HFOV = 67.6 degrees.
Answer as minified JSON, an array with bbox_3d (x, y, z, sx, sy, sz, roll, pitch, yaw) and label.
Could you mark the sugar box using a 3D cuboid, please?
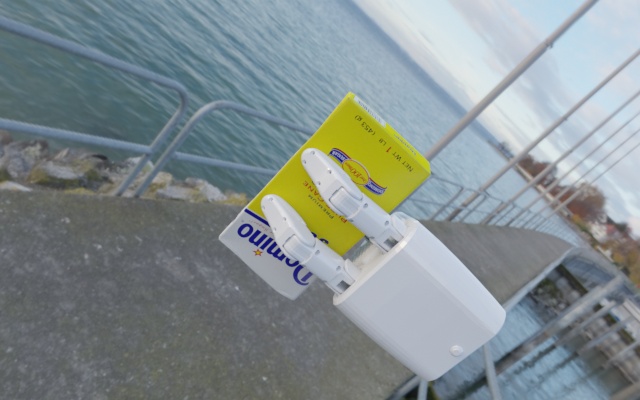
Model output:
[{"bbox_3d":[0.000,0.002,0.419,0.093,0.176,0.048,42,19,-6],"label":"sugar box"}]
